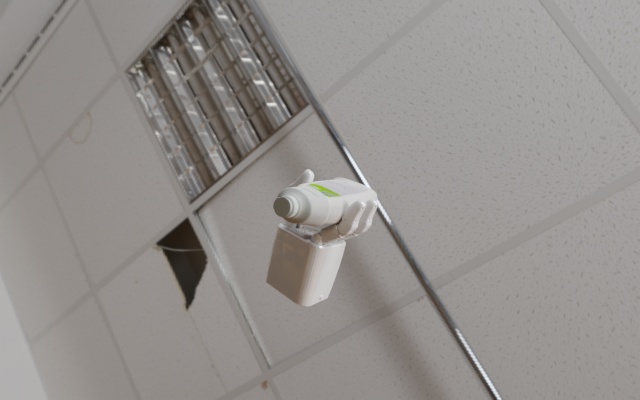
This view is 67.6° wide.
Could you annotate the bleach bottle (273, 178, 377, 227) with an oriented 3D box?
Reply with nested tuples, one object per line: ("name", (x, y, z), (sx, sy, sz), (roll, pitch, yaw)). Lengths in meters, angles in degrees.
("bleach bottle", (0.000, 0.002, 0.761), (0.102, 0.068, 0.251), (20, 11, 27))
